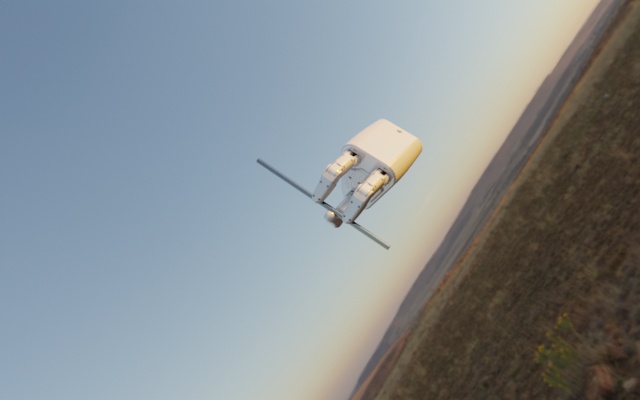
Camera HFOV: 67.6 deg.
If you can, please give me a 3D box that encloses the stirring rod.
[{"bbox_3d":[0.000,0.002,0.703,0.239,0.011,0.011,34,10,16],"label":"stirring rod"}]
